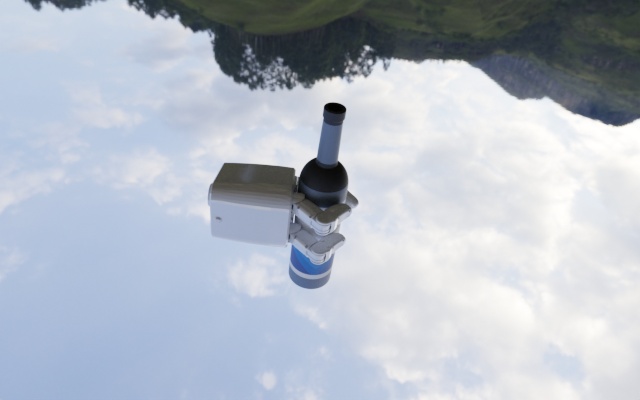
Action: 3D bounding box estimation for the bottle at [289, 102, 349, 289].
[{"bbox_3d":[0.000,0.002,0.657,0.069,0.296,0.069,5,40,-4],"label":"bottle"}]
